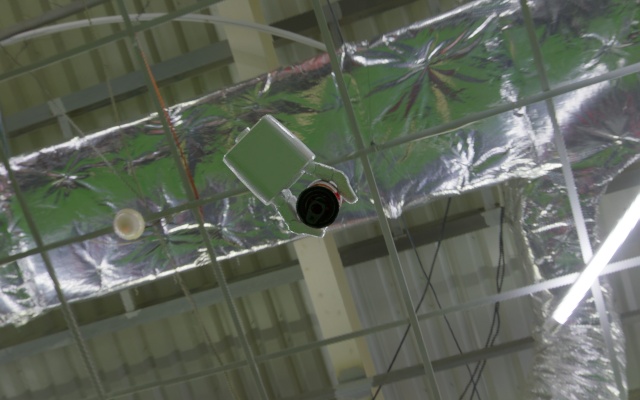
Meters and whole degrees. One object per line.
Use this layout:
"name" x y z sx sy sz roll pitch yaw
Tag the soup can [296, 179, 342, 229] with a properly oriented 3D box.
"soup can" 0.001 0.003 0.785 0.068 0.068 0.102 0 9 5
